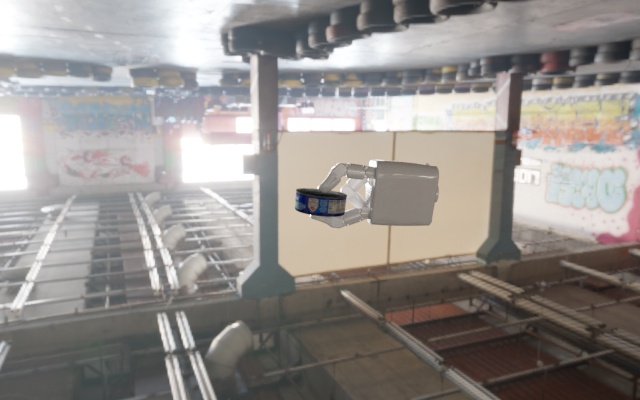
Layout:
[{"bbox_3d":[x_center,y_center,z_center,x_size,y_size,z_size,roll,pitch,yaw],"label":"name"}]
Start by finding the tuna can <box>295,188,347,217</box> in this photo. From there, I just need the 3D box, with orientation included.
[{"bbox_3d":[0.000,0.003,0.793,0.086,0.034,0.086,6,9,-1],"label":"tuna can"}]
